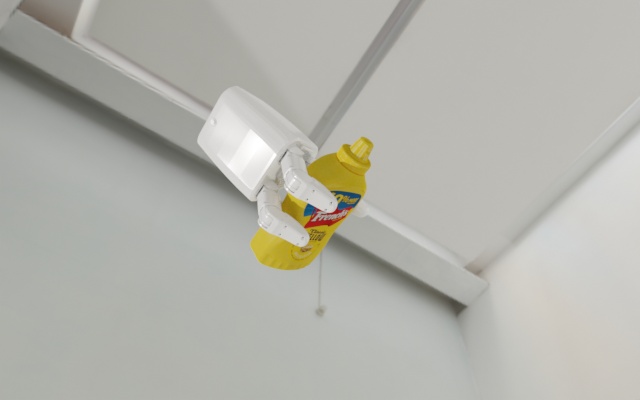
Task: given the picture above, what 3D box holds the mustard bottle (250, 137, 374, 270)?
[{"bbox_3d":[0.000,0.002,0.572,0.096,0.192,0.058,9,38,-44],"label":"mustard bottle"}]
